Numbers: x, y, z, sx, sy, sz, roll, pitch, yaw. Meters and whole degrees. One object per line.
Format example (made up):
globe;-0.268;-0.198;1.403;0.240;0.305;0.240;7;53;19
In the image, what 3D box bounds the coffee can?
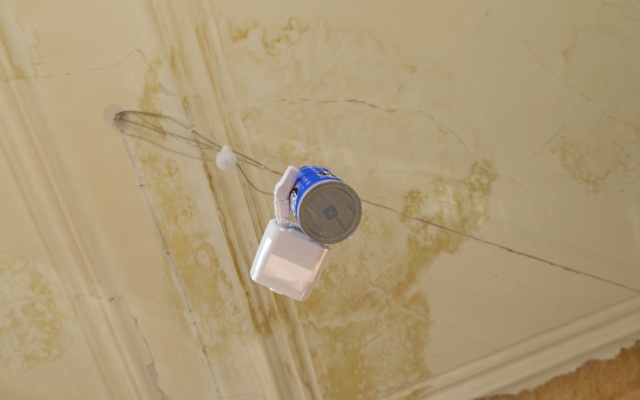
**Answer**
coffee can;0.000;0.002;0.803;0.103;0.103;0.140;0;14;-14
